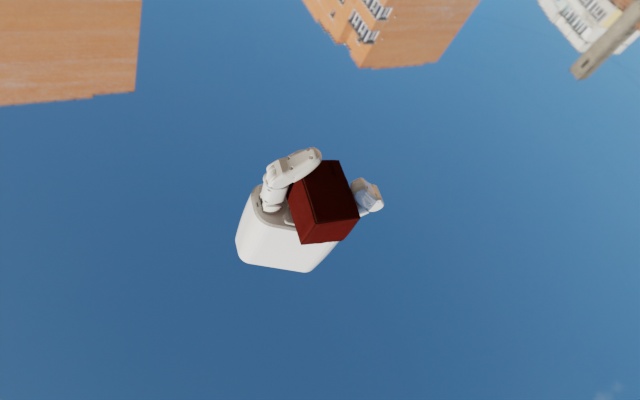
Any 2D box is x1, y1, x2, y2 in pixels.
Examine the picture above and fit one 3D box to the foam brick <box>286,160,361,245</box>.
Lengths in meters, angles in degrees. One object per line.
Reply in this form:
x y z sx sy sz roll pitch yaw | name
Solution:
0.000 0.002 0.512 0.053 0.078 0.051 -3 -32 -25 | foam brick
